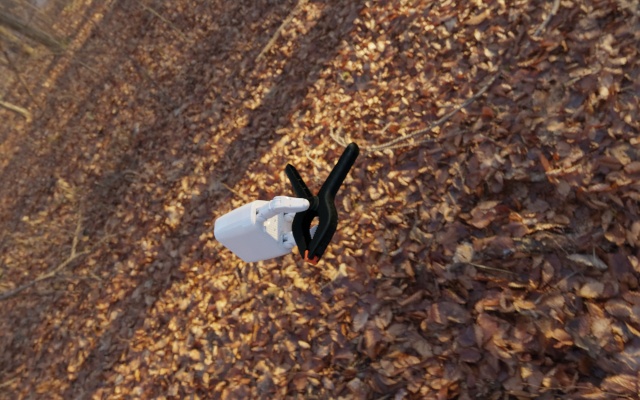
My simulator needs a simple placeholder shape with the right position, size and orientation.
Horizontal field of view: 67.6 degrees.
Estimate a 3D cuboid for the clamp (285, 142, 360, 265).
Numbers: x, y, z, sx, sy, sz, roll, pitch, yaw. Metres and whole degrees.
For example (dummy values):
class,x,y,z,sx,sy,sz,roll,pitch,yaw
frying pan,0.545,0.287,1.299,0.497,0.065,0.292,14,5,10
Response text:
class,x,y,z,sx,sy,sz,roll,pitch,yaw
clamp,-0.001,0.003,0.812,0.164,0.210,0.036,-22,-34,36
